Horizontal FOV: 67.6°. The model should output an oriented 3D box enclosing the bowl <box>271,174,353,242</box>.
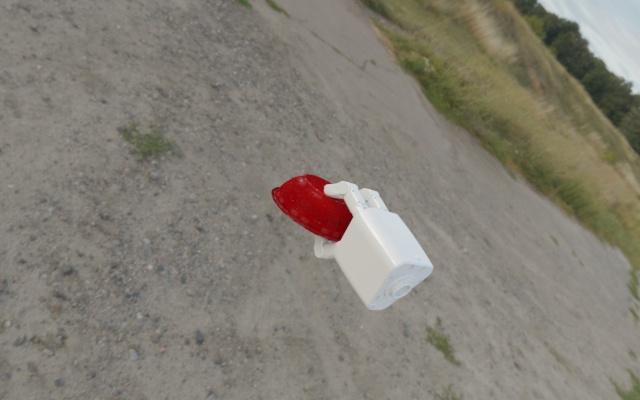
[{"bbox_3d":[-0.001,0.002,0.805,0.162,0.055,0.162,29,16,-9],"label":"bowl"}]
